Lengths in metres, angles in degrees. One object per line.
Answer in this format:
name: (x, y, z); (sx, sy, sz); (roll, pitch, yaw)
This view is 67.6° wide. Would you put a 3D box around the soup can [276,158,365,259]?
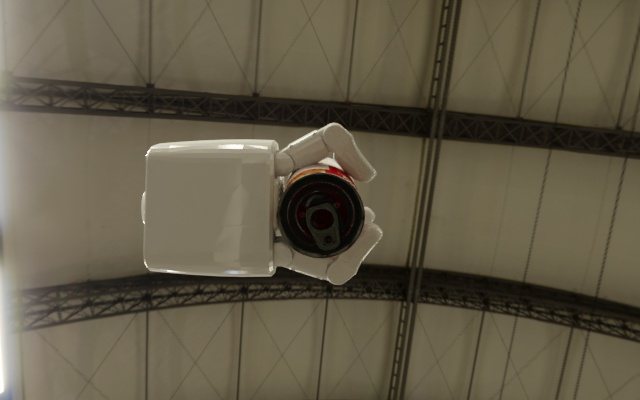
soup can: (0.001, 0.001, 0.413); (0.068, 0.068, 0.102); (0, 13, 0)
